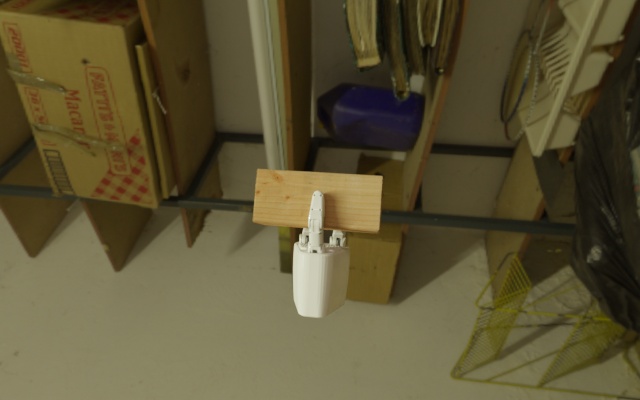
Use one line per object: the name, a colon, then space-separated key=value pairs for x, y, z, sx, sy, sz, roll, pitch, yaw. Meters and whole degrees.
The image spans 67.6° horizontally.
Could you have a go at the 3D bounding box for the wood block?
wood block: x=0.000 y=0.003 z=0.806 sx=0.206 sy=0.090 sz=0.091 roll=4 pitch=-6 yaw=8
